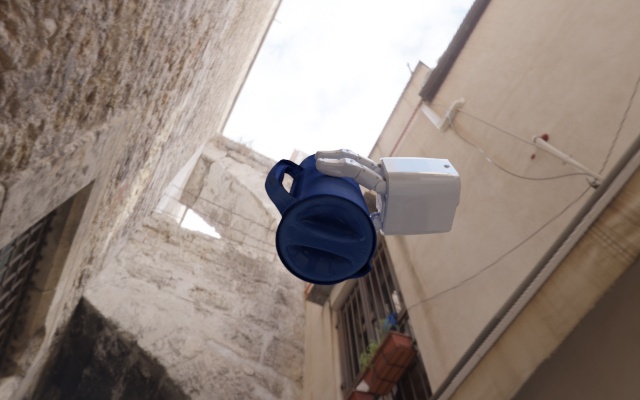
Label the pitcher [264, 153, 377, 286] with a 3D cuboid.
[{"bbox_3d":[0.000,0.002,0.722,0.145,0.149,0.242,-2,23,1],"label":"pitcher"}]
